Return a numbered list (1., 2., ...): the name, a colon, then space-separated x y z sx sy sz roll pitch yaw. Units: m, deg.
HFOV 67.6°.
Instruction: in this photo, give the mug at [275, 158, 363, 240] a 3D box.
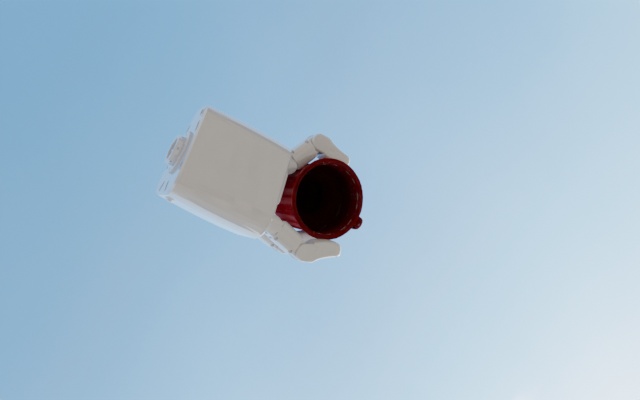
1. mug: 0.001 0.002 0.581 0.117 0.093 0.081 30 -11 -26
